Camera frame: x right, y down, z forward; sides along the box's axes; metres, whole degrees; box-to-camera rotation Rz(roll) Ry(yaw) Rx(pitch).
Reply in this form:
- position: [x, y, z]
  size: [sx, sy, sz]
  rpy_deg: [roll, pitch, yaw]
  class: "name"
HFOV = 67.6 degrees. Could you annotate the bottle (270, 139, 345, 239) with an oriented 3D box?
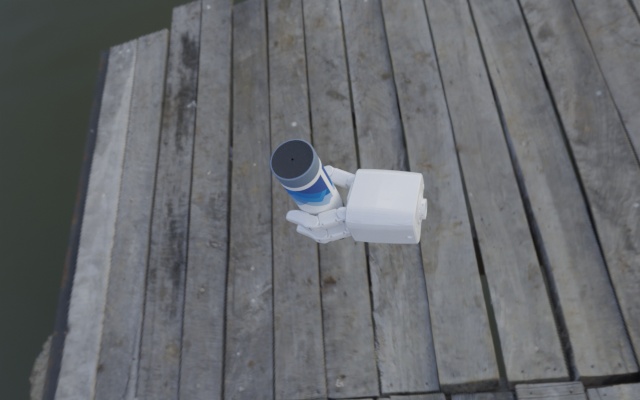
- position: [0.000, 0.002, 0.793]
  size: [0.069, 0.069, 0.296]
  rpy_deg: [0, -24, 17]
  class: "bottle"
